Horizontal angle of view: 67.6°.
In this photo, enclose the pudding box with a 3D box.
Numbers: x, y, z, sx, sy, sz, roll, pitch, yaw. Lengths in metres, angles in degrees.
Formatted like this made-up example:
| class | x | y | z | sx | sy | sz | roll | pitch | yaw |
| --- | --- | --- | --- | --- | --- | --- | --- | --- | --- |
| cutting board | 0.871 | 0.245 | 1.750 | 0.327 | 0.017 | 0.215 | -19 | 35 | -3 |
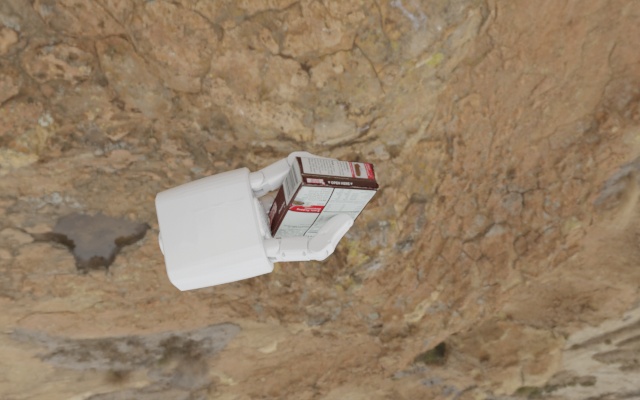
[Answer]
| class | x | y | z | sx | sy | sz | roll | pitch | yaw |
| --- | --- | --- | --- | --- | --- | --- | --- | --- | --- |
| pudding box | 0.000 | 0.002 | 0.529 | 0.090 | 0.039 | 0.113 | 3 | -33 | -23 |
